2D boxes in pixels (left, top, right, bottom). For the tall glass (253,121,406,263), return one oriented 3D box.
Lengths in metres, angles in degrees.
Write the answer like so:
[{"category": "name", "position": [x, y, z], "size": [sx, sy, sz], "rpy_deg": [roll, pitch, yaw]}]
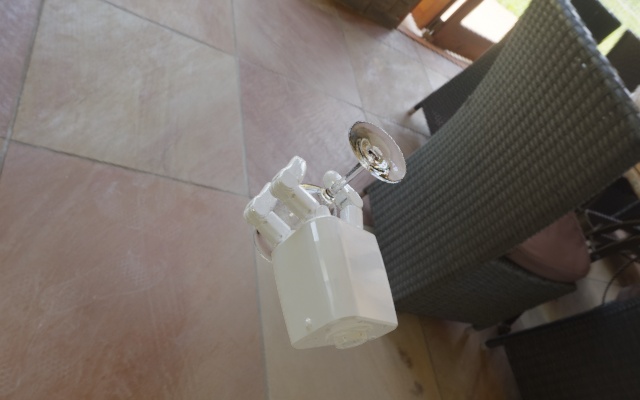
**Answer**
[{"category": "tall glass", "position": [0.000, 0.001, 0.537], "size": [0.079, 0.079, 0.201], "rpy_deg": [0, -31, -42]}]
